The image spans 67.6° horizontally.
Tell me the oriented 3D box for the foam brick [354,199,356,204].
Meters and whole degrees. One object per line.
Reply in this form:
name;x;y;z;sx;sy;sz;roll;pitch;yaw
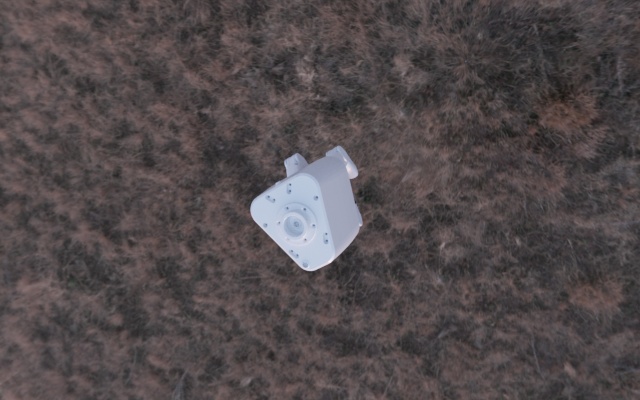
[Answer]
foam brick;0.000;0.002;0.663;0.078;0.053;0.051;-28;1;22
